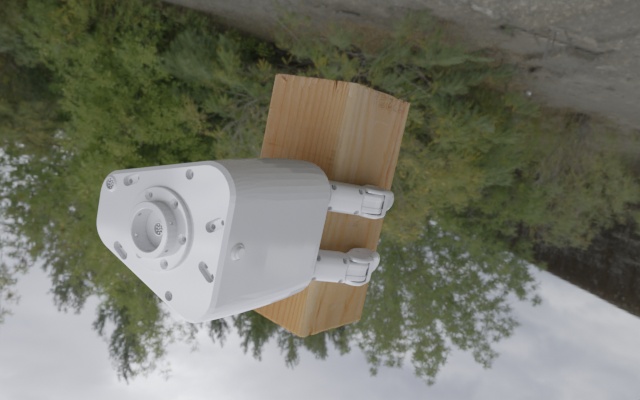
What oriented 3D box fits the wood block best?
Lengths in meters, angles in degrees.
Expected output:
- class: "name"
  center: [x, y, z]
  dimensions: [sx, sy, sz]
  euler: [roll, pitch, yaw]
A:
- class: "wood block"
  center: [0.000, 0.001, 0.430]
  dimensions: [0.091, 0.206, 0.090]
  euler: [19, 11, 38]
